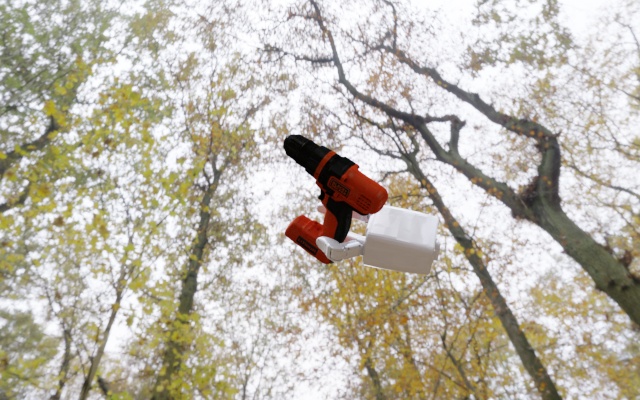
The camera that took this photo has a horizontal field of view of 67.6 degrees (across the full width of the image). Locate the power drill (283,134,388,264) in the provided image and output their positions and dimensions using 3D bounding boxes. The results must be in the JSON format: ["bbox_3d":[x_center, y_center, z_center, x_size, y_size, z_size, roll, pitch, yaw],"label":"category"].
[{"bbox_3d":[0.000,0.003,0.768,0.184,0.188,0.057,36,46,14],"label":"power drill"}]
